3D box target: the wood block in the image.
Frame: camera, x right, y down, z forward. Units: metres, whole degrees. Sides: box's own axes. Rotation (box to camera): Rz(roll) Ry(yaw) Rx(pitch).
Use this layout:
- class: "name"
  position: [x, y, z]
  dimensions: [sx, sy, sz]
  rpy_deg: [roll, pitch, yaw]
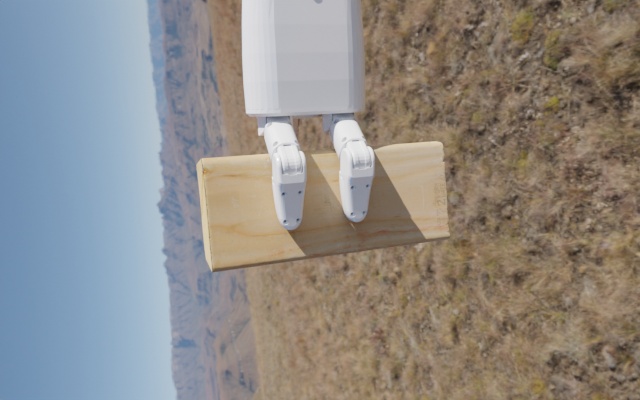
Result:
- class: "wood block"
  position: [0.000, 0.001, 0.430]
  dimensions: [0.206, 0.090, 0.091]
  rpy_deg: [-6, 3, -17]
